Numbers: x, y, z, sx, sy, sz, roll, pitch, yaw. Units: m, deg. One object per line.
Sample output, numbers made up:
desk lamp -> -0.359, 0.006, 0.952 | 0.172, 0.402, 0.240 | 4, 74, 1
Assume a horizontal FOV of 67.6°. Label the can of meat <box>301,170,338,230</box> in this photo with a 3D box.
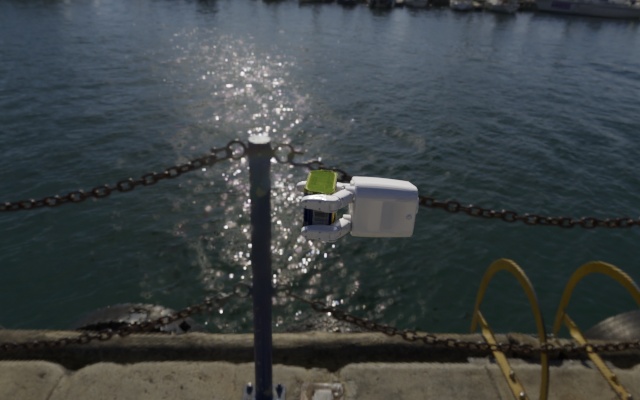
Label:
can of meat -> 0.000, 0.002, 0.832 | 0.057, 0.084, 0.102 | 5, 27, 3
